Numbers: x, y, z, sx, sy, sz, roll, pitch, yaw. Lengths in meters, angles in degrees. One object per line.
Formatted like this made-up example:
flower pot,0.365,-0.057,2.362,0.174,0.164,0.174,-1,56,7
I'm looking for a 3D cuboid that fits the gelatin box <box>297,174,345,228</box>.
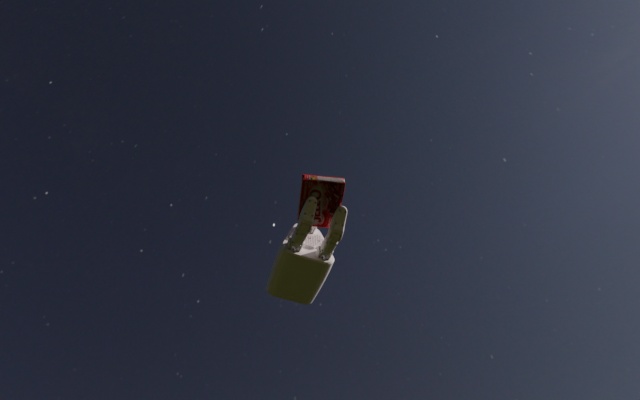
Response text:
gelatin box,0.000,0.002,0.821,0.073,0.089,0.030,5,24,-6
